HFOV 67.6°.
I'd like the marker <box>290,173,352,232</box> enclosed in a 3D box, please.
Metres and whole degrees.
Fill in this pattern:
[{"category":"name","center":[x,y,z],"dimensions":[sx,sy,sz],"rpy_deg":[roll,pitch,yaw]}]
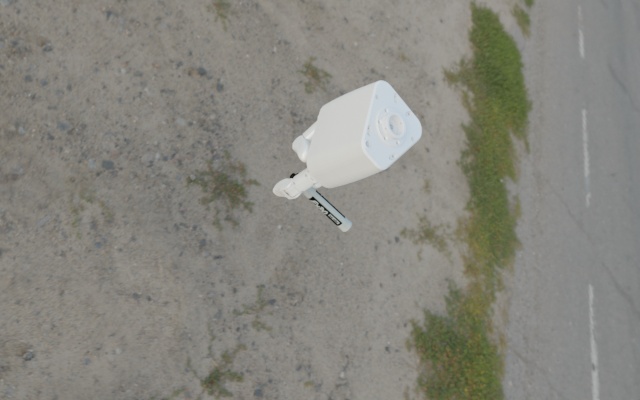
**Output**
[{"category":"marker","center":[0.000,0.002,0.697],"dimensions":[0.121,0.020,0.020],"rpy_deg":[43,-20,-23]}]
